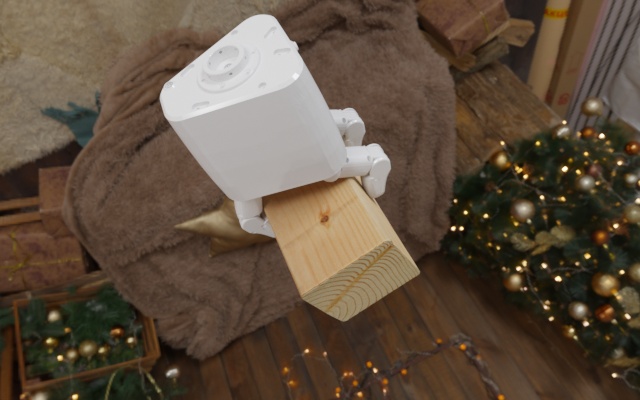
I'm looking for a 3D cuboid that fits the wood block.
[{"bbox_3d":[0.000,0.002,0.480,0.091,0.206,0.090,-35,-38,10],"label":"wood block"}]
